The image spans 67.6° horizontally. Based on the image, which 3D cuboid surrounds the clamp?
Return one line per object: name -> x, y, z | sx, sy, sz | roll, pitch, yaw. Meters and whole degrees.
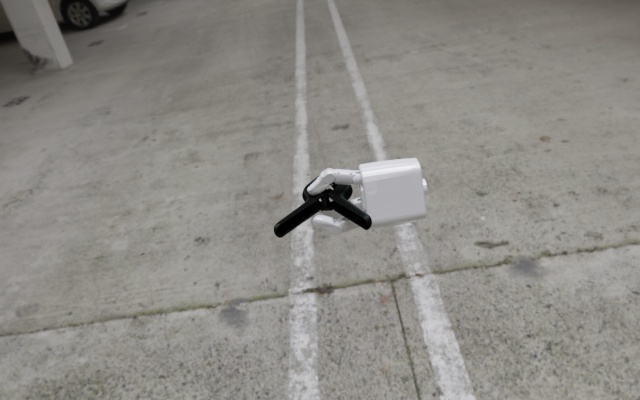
clamp -> 0.000, 0.002, 0.867 | 0.164, 0.036, 0.210 | -8, 28, 2
